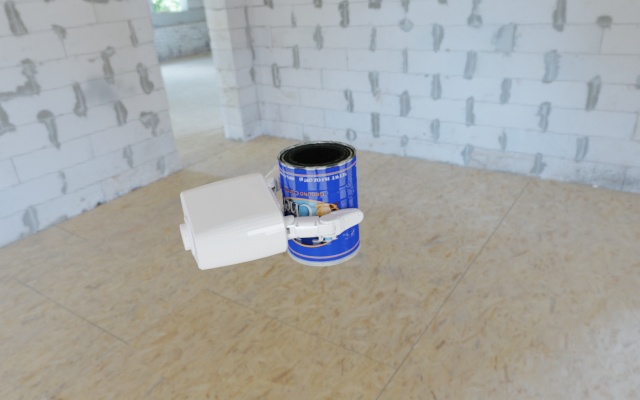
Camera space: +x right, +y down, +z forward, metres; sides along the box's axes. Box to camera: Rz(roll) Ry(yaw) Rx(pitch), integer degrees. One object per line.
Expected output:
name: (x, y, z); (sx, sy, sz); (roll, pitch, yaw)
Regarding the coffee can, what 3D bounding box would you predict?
coffee can: (0.000, 0.002, 0.641); (0.103, 0.140, 0.102); (-4, 25, 2)
